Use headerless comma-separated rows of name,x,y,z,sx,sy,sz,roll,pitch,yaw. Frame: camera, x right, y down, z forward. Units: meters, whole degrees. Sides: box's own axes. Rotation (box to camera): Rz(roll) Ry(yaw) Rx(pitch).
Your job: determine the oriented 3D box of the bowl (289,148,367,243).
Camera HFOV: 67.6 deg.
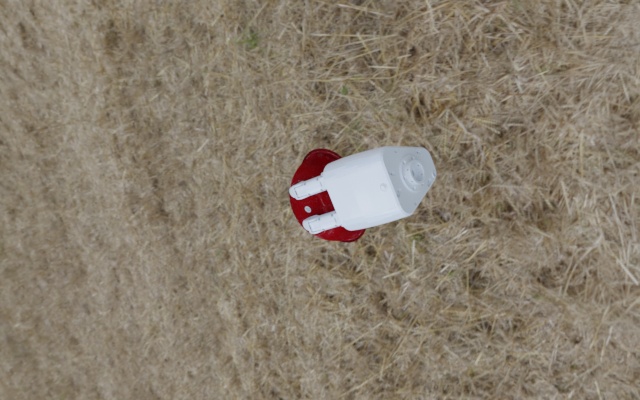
bowl,-0.001,0.003,0.754,0.055,0.162,0.162,-26,15,-34
